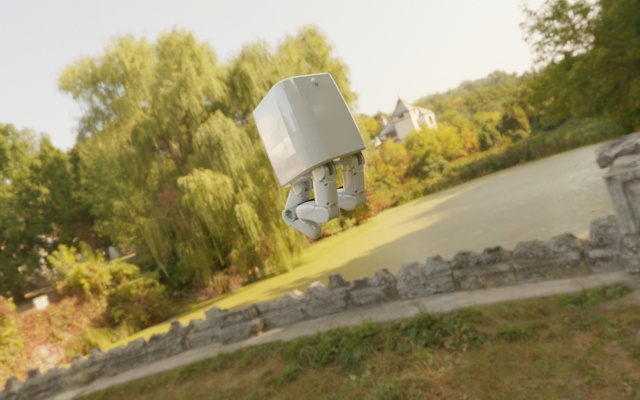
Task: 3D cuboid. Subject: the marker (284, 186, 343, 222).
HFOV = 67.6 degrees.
[{"bbox_3d":[0.000,0.002,0.633,0.020,0.020,0.121,0,15,42],"label":"marker"}]
